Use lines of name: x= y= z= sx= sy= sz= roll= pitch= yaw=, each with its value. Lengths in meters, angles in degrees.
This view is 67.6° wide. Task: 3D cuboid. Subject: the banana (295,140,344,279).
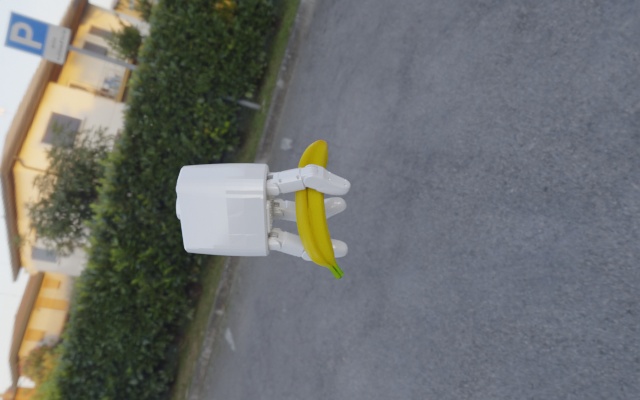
banana: x=-0.007 y=-0.001 z=0.607 sx=0.037 sy=0.197 sz=0.070 roll=-14 pitch=-25 yaw=19
